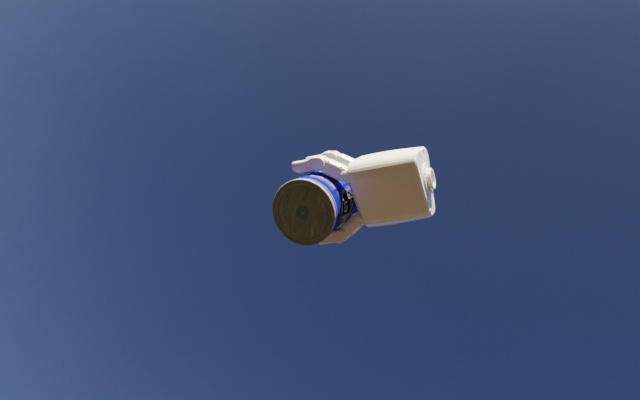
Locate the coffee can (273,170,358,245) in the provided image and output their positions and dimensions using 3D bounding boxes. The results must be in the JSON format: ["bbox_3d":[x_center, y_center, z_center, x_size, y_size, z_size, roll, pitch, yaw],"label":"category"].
[{"bbox_3d":[0.000,0.003,0.773,0.103,0.103,0.140,0,13,23],"label":"coffee can"}]
